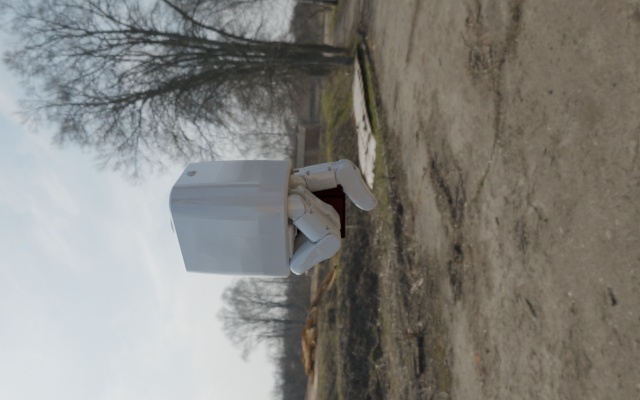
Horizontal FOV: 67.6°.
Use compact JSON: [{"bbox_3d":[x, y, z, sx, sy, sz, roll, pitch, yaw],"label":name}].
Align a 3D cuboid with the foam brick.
[{"bbox_3d":[0.000,0.002,0.526,0.051,0.053,0.078,-1,24,0],"label":"foam brick"}]
